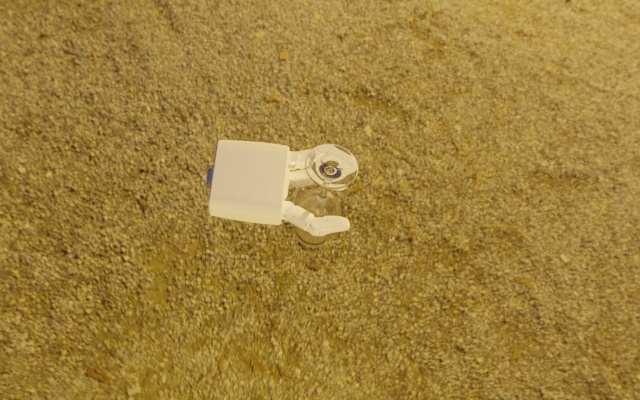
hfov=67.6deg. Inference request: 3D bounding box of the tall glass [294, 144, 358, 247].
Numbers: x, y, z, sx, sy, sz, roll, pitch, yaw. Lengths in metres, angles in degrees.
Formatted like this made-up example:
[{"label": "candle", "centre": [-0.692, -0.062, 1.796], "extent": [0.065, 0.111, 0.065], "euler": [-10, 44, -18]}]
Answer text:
[{"label": "tall glass", "centre": [0.000, 0.002, 0.734], "extent": [0.079, 0.079, 0.201], "euler": [0, -30, -10]}]
